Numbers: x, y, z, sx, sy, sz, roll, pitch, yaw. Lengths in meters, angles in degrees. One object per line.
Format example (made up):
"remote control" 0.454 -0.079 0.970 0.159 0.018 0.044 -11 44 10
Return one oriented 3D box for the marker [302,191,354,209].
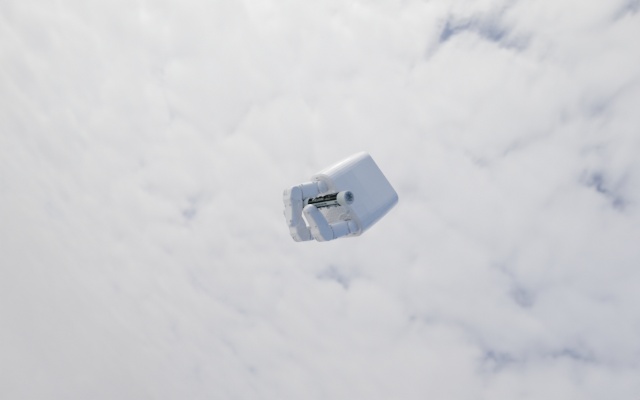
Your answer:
"marker" 0.000 0.002 0.679 0.020 0.020 0.121 0 -6 -40
